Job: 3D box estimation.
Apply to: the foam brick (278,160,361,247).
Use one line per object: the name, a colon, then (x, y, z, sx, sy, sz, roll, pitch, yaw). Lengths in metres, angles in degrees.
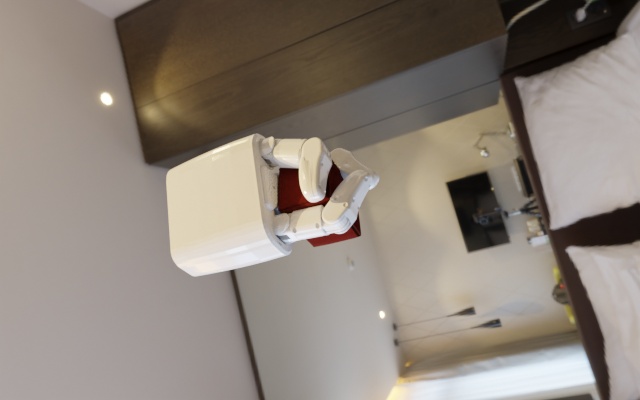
foam brick: (0.000, 0.002, 0.461, 0.051, 0.053, 0.078, -17, -38, 18)
